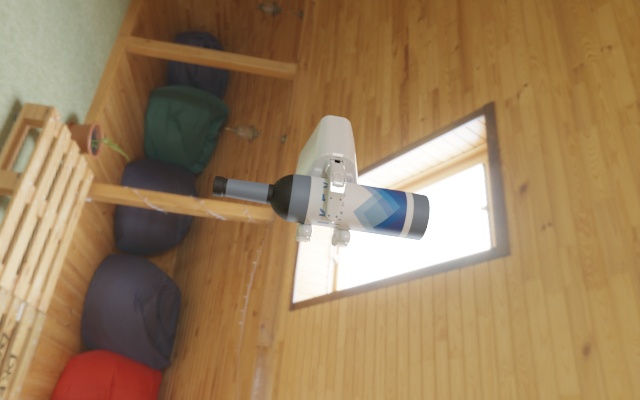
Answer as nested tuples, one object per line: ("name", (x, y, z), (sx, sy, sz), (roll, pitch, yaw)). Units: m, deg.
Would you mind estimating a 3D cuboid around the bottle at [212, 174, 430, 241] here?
("bottle", (0.000, 0.002, 0.664), (0.296, 0.069, 0.069), (9, -1, -6))
